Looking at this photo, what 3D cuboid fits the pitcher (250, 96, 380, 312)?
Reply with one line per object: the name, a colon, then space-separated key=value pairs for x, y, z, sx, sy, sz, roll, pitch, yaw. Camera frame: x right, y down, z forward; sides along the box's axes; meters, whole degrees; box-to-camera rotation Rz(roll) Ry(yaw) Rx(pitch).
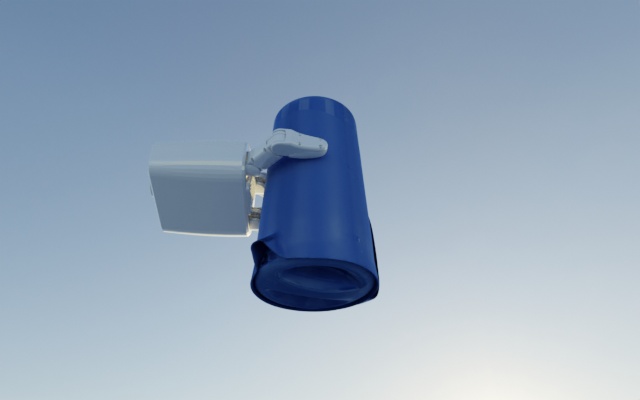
pitcher: x=0.000 y=0.002 z=0.565 sx=0.145 sy=0.242 sz=0.149 roll=1 pitch=-35 yaw=-1
